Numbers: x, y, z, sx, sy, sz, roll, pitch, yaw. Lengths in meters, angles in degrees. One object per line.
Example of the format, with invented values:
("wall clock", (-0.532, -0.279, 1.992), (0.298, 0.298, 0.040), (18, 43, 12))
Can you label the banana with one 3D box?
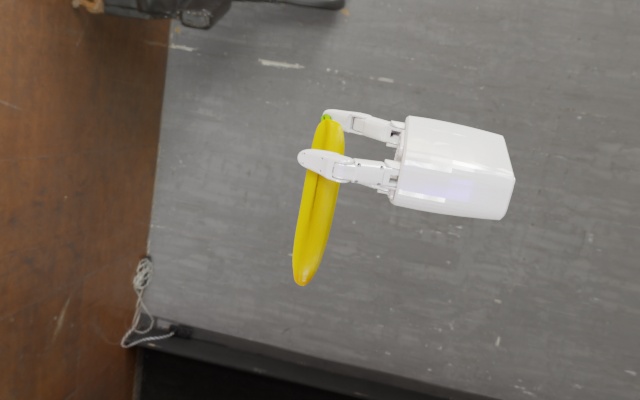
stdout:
("banana", (0.000, -0.003, 0.514), (0.037, 0.198, 0.069), (10, -5, 4))
